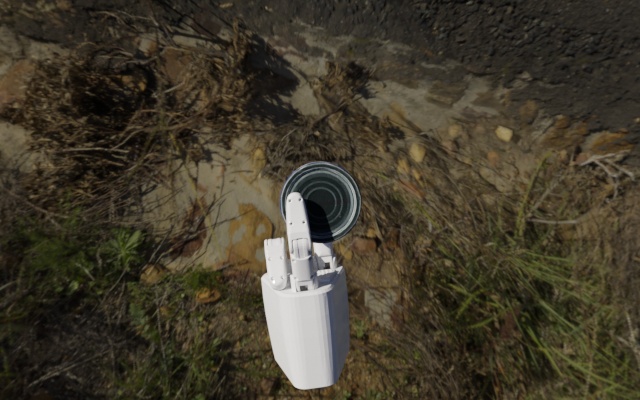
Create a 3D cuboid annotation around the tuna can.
[{"bbox_3d":[0.000,0.002,0.503,0.086,0.086,0.034,0,4,-1],"label":"tuna can"}]
